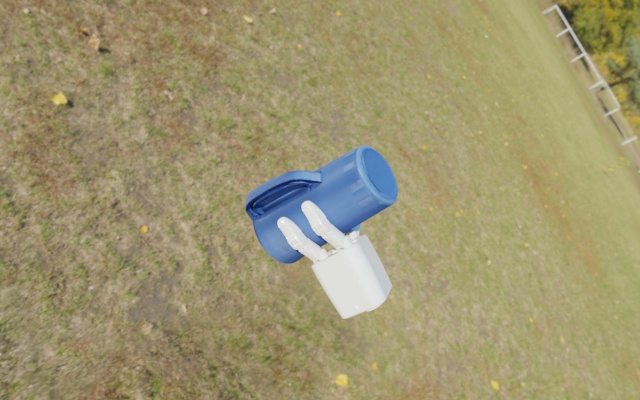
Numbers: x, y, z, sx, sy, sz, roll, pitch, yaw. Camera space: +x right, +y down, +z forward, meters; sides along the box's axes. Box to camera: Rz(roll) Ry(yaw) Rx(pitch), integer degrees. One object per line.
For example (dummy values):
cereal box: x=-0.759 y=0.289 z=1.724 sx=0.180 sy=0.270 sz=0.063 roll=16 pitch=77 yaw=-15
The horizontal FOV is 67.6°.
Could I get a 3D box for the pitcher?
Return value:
pitcher: x=0.000 y=0.003 z=0.817 sx=0.243 sy=0.145 sz=0.149 roll=-30 pitch=-2 yaw=32
